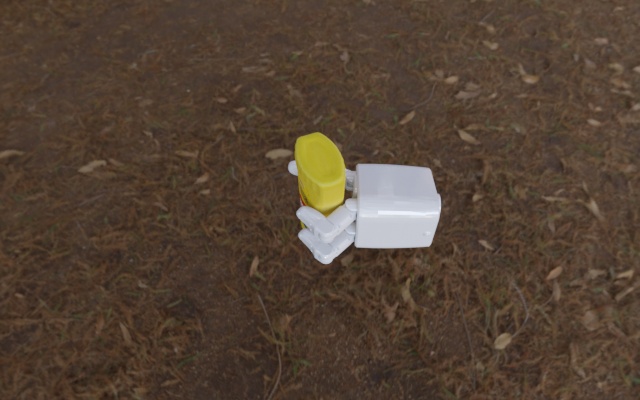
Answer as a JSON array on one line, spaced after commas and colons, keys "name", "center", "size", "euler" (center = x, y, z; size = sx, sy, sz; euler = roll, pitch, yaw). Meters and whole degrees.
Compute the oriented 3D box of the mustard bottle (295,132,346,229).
[{"name": "mustard bottle", "center": [0.000, 0.002, 0.676], "size": [0.058, 0.096, 0.192], "euler": [-18, -35, -13]}]
